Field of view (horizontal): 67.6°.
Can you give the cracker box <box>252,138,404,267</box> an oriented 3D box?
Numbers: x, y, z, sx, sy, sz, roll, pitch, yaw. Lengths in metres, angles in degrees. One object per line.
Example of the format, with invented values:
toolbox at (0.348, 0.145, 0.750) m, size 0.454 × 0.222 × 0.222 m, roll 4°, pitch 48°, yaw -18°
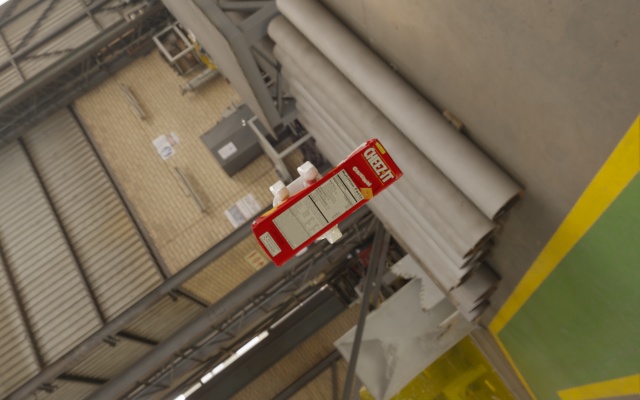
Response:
cracker box at (0.000, 0.003, 0.711) m, size 0.213 × 0.072 × 0.164 m, roll -36°, pitch 3°, yaw -6°
